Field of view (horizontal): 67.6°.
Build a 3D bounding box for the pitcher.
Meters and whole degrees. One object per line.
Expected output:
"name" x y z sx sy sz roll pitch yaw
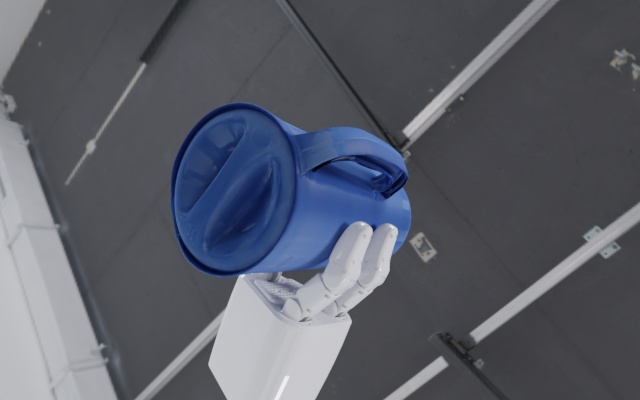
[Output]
"pitcher" 0.000 0.002 0.448 0.149 0.145 0.243 27 9 34
